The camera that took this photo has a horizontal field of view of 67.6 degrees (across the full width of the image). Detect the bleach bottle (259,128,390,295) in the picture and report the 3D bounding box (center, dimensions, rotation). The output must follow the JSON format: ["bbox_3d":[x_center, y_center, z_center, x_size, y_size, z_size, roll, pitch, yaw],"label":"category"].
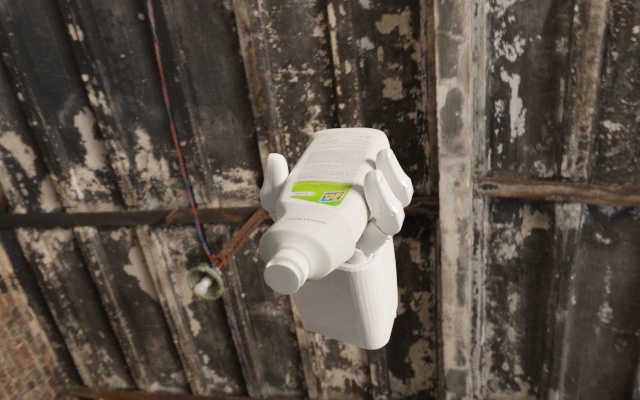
[{"bbox_3d":[0.000,0.001,0.460,0.102,0.068,0.250,-1,27,20],"label":"bleach bottle"}]
